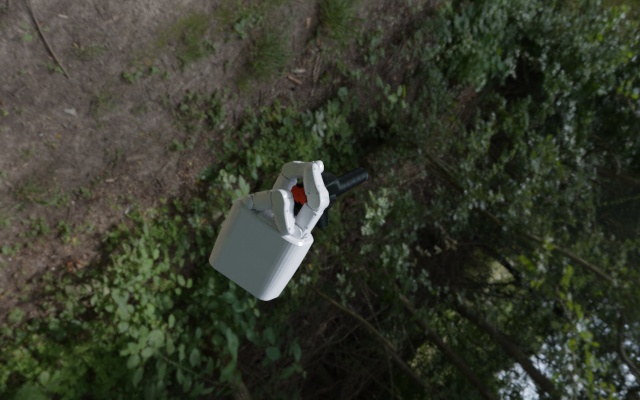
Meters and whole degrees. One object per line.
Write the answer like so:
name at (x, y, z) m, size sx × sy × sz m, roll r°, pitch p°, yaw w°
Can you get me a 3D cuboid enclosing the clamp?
clamp at (0.001, 0.003, 0.708) m, size 0.039 × 0.120 × 0.171 m, roll 39°, pitch 22°, yaw 24°
